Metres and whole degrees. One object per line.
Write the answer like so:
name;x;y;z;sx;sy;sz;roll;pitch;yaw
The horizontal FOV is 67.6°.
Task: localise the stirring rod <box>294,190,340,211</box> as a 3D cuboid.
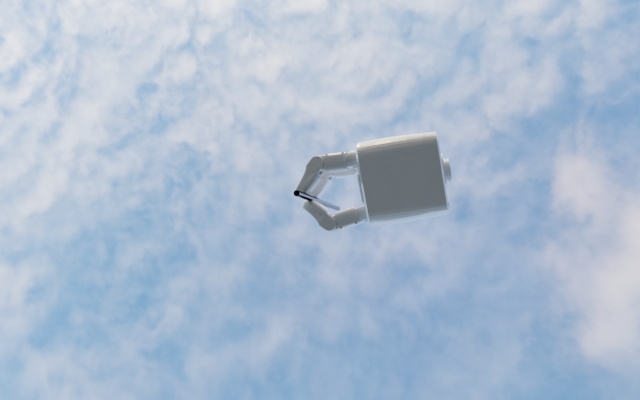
stirring rod;0.000;0.002;0.718;0.011;0.011;0.239;0;-6;15
